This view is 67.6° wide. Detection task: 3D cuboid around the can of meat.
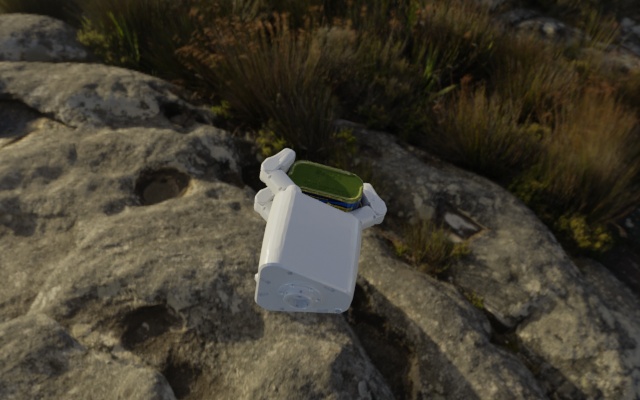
[{"bbox_3d":[0.000,0.002,0.624,0.102,0.057,0.084,14,-44,0],"label":"can of meat"}]
